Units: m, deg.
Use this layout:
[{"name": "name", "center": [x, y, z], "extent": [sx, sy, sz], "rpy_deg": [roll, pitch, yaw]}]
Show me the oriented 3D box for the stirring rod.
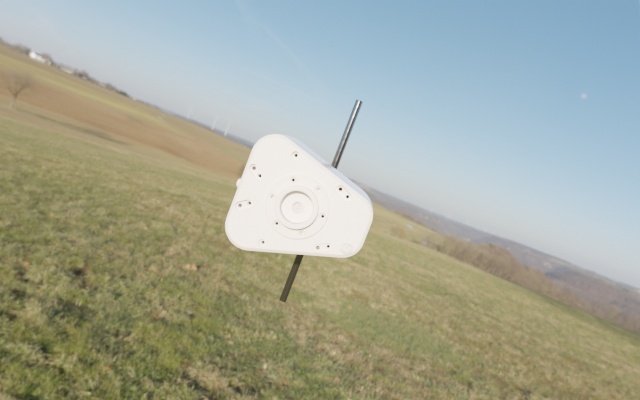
[{"name": "stirring rod", "center": [0.000, 0.002, 0.535], "extent": [0.011, 0.239, 0.011], "rpy_deg": [21, 3, -1]}]
